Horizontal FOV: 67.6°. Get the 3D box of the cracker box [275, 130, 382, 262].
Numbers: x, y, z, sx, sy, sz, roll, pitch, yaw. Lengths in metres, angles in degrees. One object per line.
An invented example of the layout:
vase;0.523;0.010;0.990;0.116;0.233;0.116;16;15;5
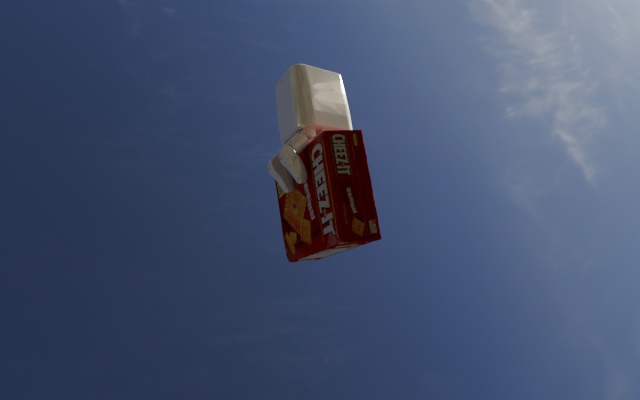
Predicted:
cracker box;0.000;0.002;0.753;0.072;0.164;0.214;-4;-12;-25
